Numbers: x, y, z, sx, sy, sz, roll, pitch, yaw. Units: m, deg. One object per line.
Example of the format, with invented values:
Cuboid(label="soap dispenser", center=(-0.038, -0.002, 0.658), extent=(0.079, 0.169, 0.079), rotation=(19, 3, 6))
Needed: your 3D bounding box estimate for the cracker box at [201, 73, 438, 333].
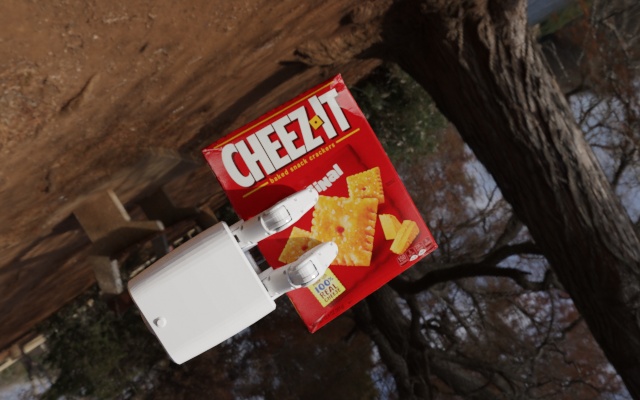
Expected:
Cuboid(label="cracker box", center=(0.000, 0.002, 0.505), extent=(0.164, 0.214, 0.072), rotation=(-31, 5, -10))
